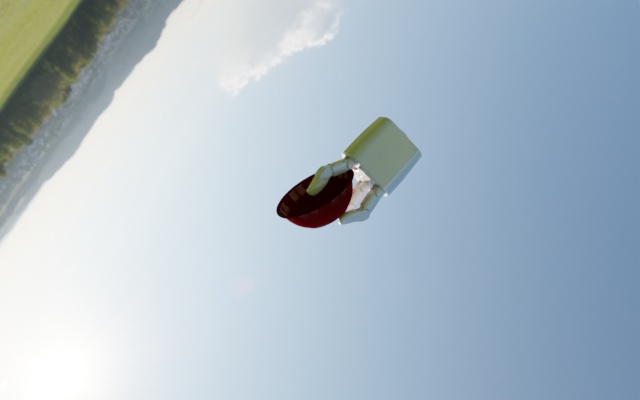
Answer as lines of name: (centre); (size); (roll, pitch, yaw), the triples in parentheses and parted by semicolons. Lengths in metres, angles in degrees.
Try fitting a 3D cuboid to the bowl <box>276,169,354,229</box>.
bowl: (-0.001, 0.004, 0.889); (0.162, 0.055, 0.162); (-24, 24, 12)
